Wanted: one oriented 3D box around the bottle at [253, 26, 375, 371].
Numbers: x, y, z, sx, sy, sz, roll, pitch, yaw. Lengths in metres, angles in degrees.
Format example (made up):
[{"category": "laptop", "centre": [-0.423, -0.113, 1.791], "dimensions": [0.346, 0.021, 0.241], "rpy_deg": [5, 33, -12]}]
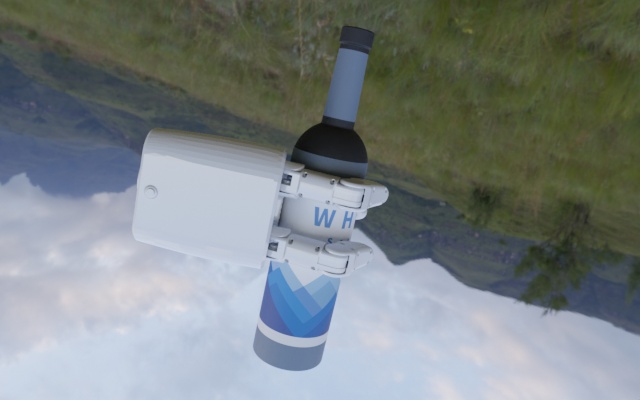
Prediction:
[{"category": "bottle", "centre": [0.000, 0.002, 0.420], "dimensions": [0.069, 0.296, 0.069], "rpy_deg": [12, 12, -3]}]
